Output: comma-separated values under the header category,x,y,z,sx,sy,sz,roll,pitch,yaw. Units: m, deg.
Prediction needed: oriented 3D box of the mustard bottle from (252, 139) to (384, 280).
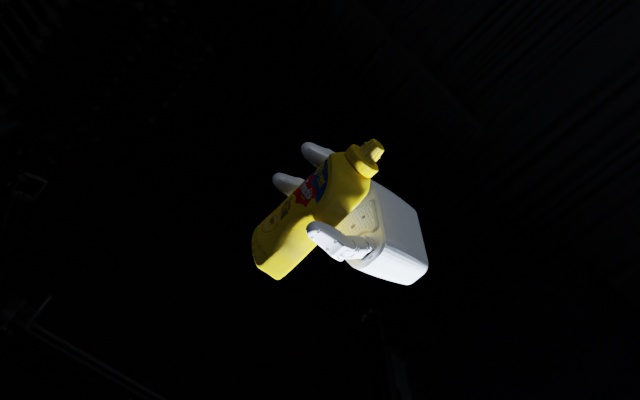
category,x,y,z,sx,sy,sz,roll,pitch,yaw
mustard bottle,0.000,0.002,0.552,0.058,0.192,0.096,38,22,-19
